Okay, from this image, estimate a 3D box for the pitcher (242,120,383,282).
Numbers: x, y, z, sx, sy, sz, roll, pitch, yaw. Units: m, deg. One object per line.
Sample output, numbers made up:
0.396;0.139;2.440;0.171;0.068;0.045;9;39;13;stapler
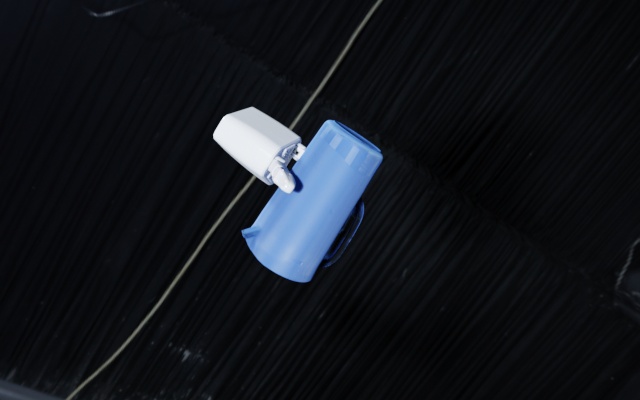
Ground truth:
0.000;0.002;0.769;0.145;0.243;0.149;36;13;9;pitcher
